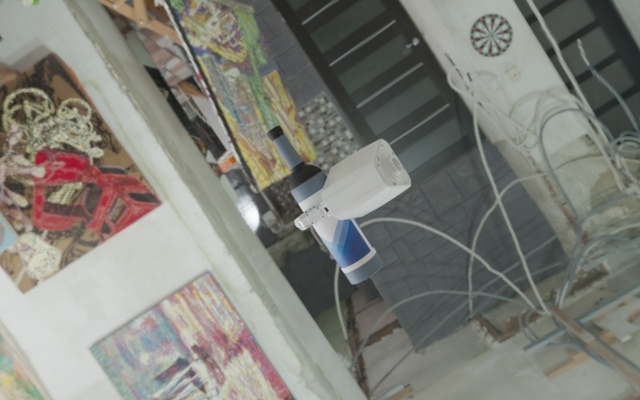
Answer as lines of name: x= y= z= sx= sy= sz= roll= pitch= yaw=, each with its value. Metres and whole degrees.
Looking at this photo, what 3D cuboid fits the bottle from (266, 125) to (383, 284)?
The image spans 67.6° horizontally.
bottle: x=0.000 y=0.003 z=0.815 sx=0.069 sy=0.296 sz=0.069 roll=-33 pitch=3 yaw=2
